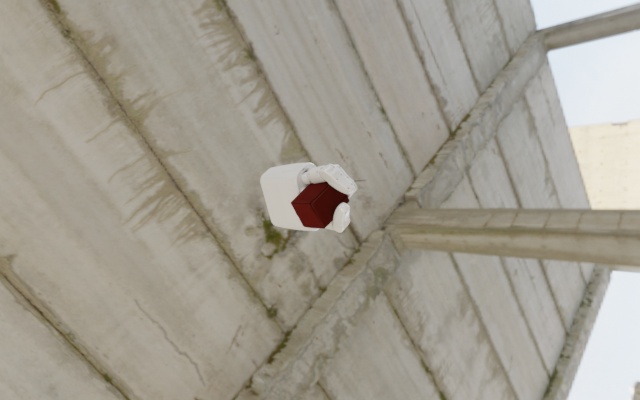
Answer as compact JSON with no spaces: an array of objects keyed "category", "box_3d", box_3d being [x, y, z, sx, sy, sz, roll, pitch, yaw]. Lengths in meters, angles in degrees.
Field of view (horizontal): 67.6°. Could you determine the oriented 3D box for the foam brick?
[{"category":"foam brick","box_3d":[0.000,0.003,0.788,0.051,0.053,0.078,1,37,45]}]
